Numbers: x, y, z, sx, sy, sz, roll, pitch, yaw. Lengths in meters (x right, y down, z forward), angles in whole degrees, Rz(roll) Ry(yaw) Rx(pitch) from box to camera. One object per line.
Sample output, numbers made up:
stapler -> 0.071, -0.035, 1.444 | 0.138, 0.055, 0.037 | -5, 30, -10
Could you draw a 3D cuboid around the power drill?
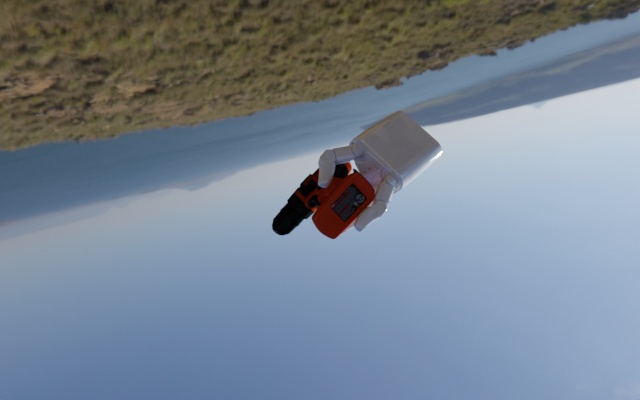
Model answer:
power drill -> 0.000, 0.003, 0.792 | 0.057, 0.184, 0.187 | 43, -3, -20
